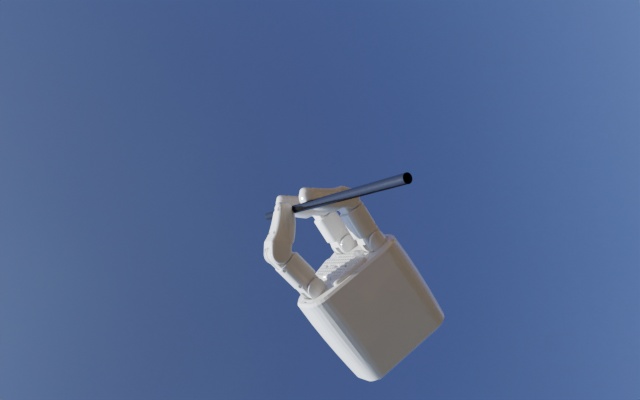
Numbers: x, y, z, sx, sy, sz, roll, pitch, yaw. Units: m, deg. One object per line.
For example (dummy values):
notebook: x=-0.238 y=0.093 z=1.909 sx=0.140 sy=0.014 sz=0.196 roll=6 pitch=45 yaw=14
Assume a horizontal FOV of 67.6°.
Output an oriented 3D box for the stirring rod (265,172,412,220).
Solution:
stirring rod: x=0.000 y=0.001 z=0.418 sx=0.011 sy=0.011 sz=0.239 roll=0 pitch=-8 yaw=-29
